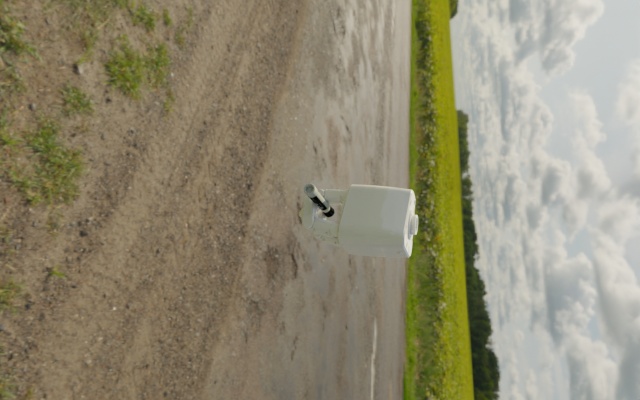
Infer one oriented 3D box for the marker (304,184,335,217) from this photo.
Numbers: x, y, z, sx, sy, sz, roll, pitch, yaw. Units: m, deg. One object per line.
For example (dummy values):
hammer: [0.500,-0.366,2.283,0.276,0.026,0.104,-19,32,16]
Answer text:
marker: [0.000,0.003,0.798,0.020,0.020,0.121,0,-20,18]
